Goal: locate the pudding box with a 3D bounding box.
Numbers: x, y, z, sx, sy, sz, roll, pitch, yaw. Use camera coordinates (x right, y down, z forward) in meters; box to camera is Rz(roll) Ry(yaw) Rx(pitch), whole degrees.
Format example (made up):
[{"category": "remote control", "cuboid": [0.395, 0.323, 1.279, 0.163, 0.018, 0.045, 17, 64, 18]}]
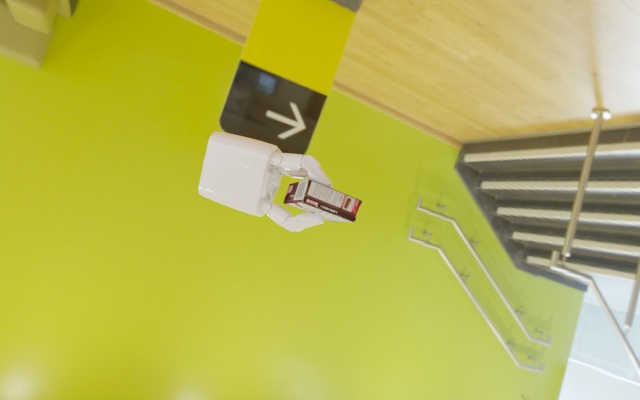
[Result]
[{"category": "pudding box", "cuboid": [0.000, 0.003, 0.737, 0.090, 0.039, 0.113, 21, -6, -17]}]
